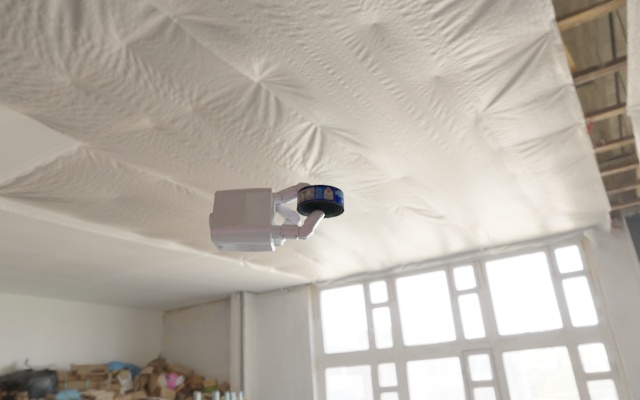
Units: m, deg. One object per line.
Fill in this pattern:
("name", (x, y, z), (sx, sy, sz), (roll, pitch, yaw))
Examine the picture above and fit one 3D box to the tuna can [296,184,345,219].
("tuna can", (0.000, 0.002, 0.852), (0.086, 0.033, 0.086), (1, -22, 0))
